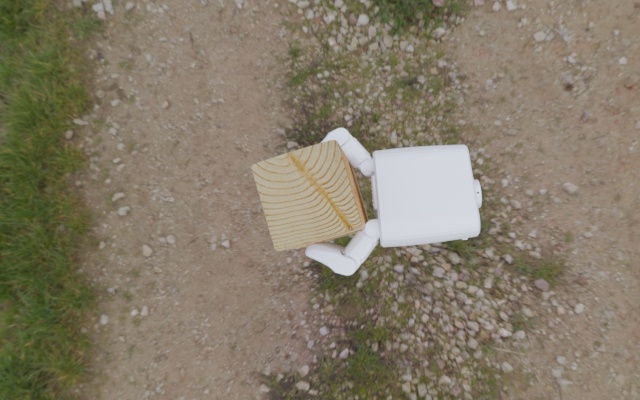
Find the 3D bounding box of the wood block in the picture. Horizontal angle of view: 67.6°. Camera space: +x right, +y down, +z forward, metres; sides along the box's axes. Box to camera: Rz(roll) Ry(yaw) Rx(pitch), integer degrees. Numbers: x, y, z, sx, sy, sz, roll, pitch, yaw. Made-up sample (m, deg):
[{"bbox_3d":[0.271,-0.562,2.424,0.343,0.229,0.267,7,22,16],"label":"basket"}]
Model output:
[{"bbox_3d":[0.000,0.001,0.556,0.090,0.091,0.206,-17,-6,7],"label":"wood block"}]
